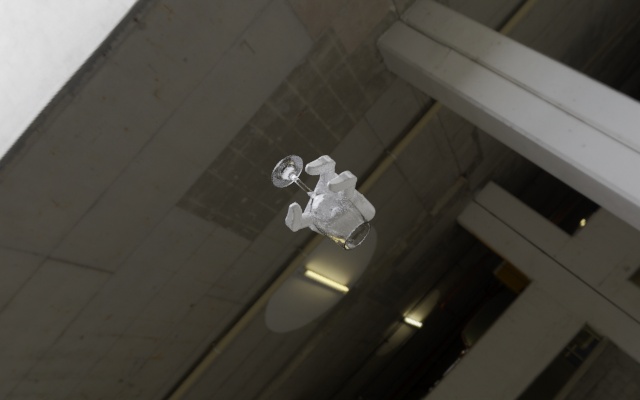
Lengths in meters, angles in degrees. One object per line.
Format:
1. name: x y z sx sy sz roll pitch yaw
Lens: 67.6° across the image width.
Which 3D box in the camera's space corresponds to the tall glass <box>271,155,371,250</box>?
1. tall glass: 0.000 0.002 0.861 0.201 0.079 0.079 43 25 30
